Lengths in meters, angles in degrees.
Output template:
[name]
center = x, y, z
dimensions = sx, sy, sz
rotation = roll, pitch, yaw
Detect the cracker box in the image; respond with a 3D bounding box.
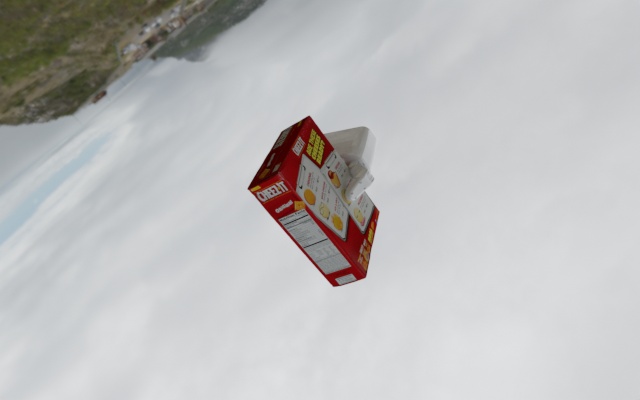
[cracker box]
center = 0.000, 0.002, 0.737
dimensions = 0.072, 0.214, 0.164
rotation = -25, 27, 31
